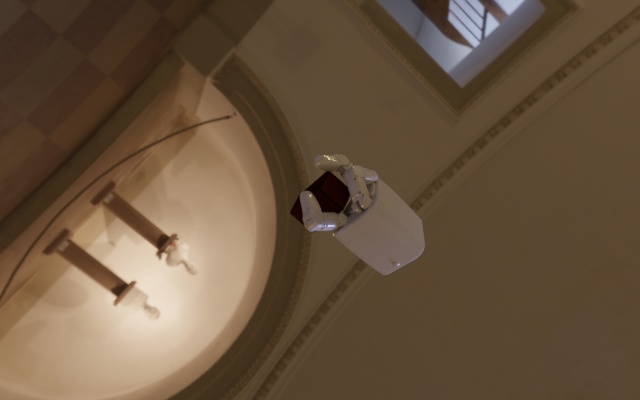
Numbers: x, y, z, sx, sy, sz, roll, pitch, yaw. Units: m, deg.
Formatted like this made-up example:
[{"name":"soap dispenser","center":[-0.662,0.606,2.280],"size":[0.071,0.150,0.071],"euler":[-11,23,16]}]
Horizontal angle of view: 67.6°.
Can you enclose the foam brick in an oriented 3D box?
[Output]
[{"name":"foam brick","center":[0.000,0.002,0.739],"size":[0.078,0.051,0.053],"euler":[-38,17,40]}]
